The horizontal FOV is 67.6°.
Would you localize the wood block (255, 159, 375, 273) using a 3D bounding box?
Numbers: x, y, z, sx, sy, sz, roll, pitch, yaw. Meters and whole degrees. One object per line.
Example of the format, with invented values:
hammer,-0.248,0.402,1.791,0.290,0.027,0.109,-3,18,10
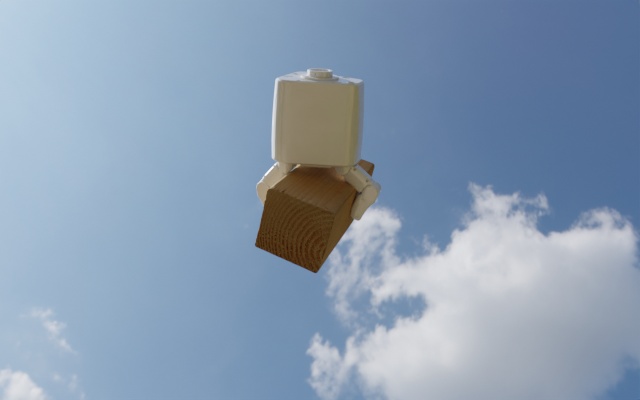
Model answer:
wood block,0.001,0.002,0.669,0.091,0.090,0.206,22,27,11
